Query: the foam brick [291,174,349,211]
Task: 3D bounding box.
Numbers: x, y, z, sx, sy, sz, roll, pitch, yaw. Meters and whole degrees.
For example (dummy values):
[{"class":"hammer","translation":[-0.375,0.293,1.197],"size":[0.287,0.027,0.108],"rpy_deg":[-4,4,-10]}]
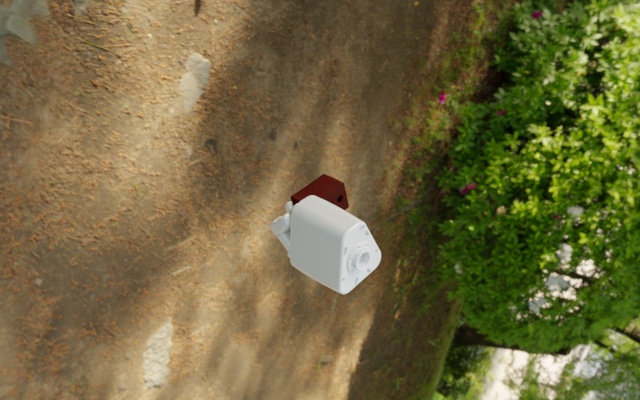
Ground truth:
[{"class":"foam brick","translation":[0.000,0.002,0.779],"size":[0.078,0.053,0.051],"rpy_deg":[-37,40,-29]}]
